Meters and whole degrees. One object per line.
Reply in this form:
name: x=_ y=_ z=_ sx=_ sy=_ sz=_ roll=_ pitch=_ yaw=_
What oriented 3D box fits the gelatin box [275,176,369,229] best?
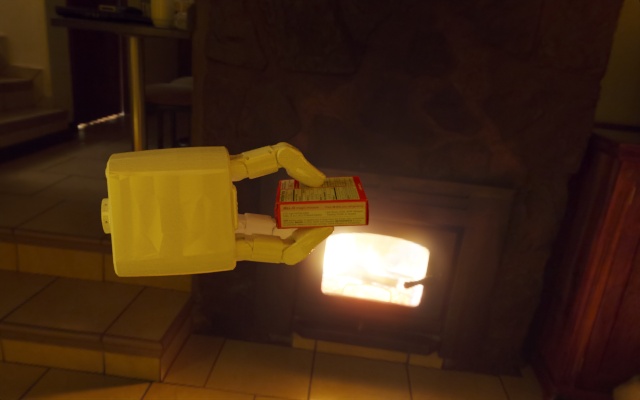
gelatin box: x=0.000 y=0.001 z=0.480 sx=0.089 sy=0.030 sz=0.073 roll=-3 pitch=20 yaw=-2
